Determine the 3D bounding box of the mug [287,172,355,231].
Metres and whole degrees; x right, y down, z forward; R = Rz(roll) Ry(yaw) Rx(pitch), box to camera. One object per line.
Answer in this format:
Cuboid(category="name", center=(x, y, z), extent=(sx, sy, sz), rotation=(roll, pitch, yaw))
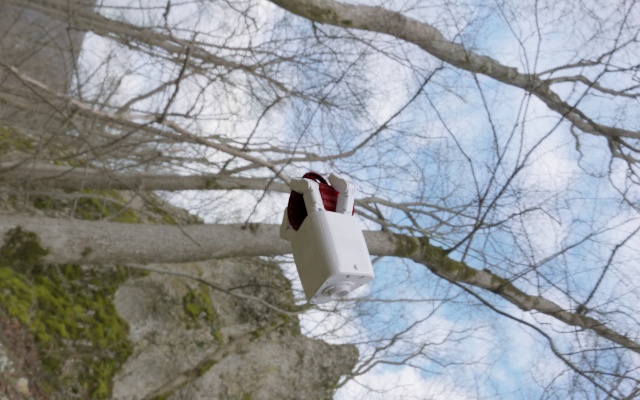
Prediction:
Cuboid(category="mug", center=(0.000, 0.002, 0.817), extent=(0.081, 0.117, 0.093), rotation=(12, -41, -39))
